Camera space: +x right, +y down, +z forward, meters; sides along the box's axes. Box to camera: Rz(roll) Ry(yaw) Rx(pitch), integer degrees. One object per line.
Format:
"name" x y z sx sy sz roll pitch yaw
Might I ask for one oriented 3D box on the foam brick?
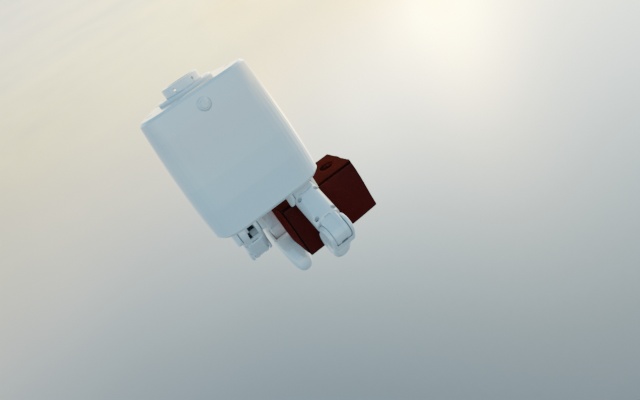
"foam brick" 0.000 0.001 0.435 0.078 0.051 0.053 -37 22 -11
